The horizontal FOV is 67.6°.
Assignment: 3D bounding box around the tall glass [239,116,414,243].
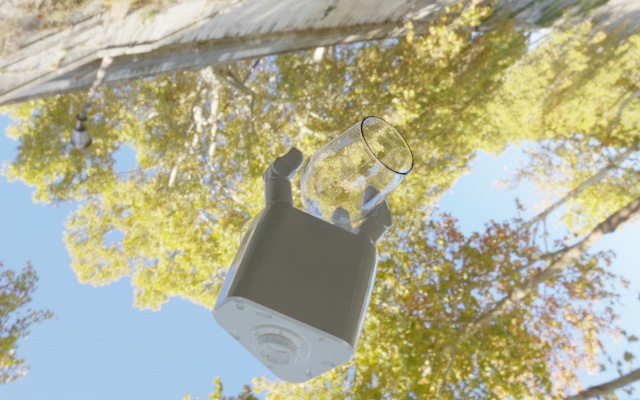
[{"bbox_3d":[0.000,0.002,0.476,0.079,0.079,0.201,0,-31,-43],"label":"tall glass"}]
